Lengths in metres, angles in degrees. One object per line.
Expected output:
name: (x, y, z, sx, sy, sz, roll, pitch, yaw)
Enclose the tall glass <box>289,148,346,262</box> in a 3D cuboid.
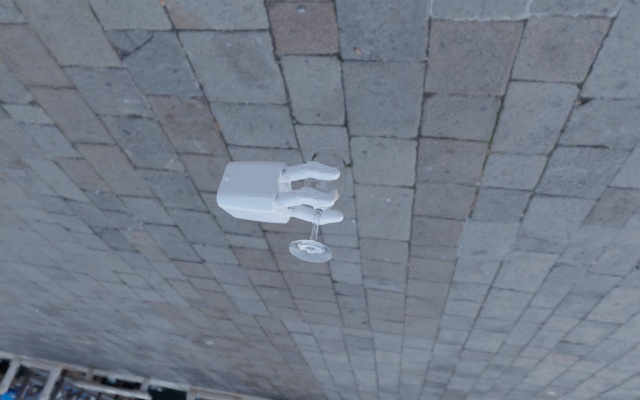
tall glass: (0.000, 0.003, 0.841, 0.079, 0.201, 0.079, 9, -32, 5)
